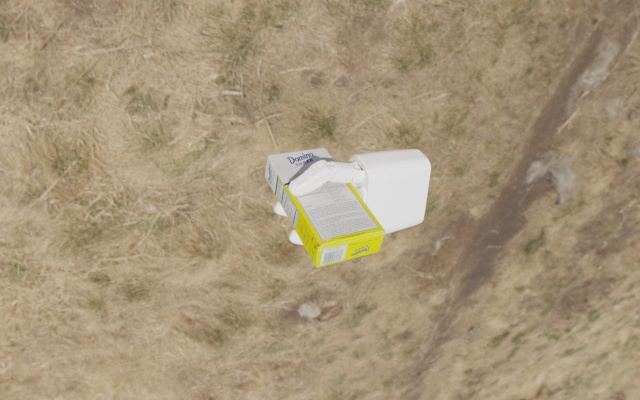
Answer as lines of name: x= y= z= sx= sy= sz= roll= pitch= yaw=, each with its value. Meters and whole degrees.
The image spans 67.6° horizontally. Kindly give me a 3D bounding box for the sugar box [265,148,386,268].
sugar box: x=0.000 y=0.003 z=0.634 sx=0.093 sy=0.048 sz=0.176 roll=-10 pitch=44 yaw=-25
